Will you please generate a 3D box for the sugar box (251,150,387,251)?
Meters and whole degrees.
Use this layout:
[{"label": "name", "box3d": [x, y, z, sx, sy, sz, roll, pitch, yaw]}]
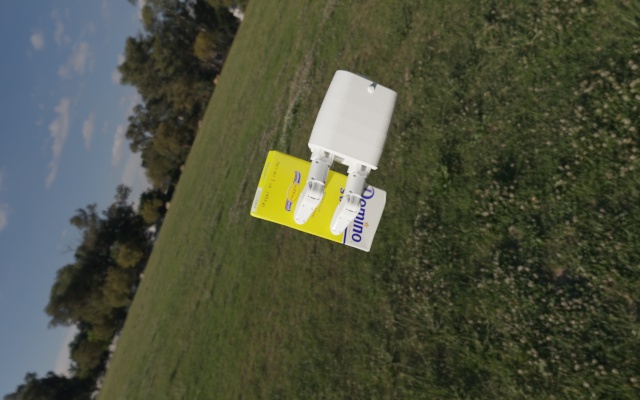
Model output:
[{"label": "sugar box", "box3d": [0.000, 0.002, 0.665, 0.176, 0.093, 0.048, 18, -1, -17]}]
